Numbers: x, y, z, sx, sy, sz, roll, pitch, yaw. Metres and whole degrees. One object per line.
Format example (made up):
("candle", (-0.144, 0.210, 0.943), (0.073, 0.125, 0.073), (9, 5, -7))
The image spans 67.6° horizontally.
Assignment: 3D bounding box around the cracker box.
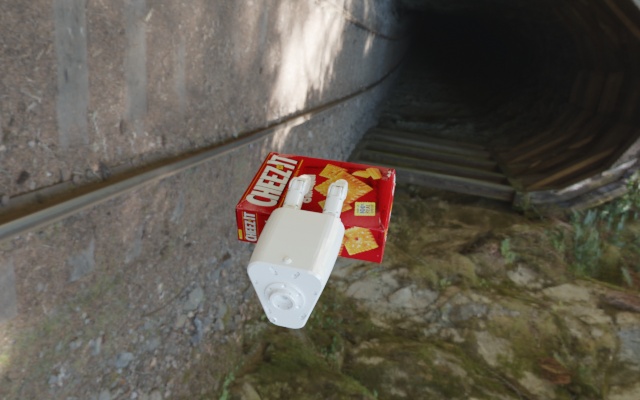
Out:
("cracker box", (0.000, 0.003, 0.728), (0.213, 0.072, 0.164), (9, 37, 9))
